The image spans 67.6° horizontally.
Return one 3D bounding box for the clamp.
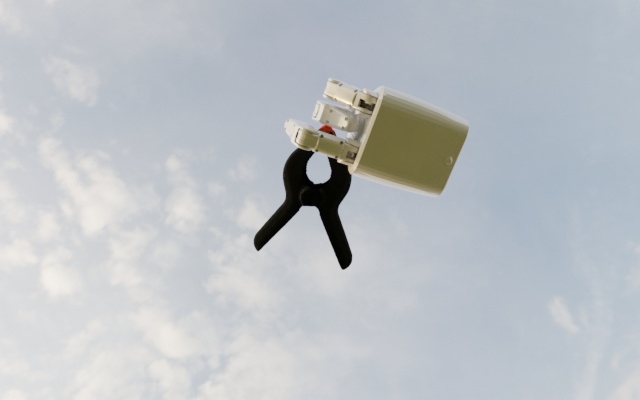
[{"bbox_3d":[0.000,0.001,0.558,0.120,0.171,0.039,18,20,-6],"label":"clamp"}]
